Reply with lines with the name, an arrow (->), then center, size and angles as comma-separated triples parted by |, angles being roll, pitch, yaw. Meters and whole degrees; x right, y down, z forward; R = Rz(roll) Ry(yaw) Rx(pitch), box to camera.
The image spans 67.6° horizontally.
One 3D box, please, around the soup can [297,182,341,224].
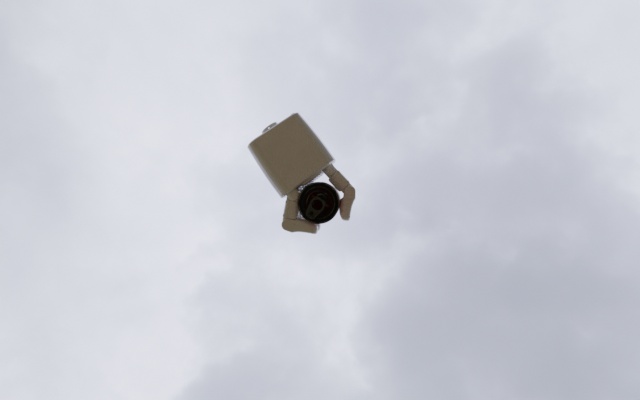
soup can -> 0.001, 0.003, 0.811 | 0.068, 0.068, 0.102 | 0, 2, 4
